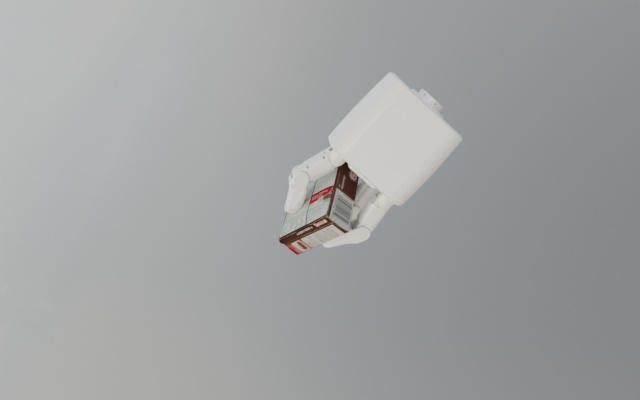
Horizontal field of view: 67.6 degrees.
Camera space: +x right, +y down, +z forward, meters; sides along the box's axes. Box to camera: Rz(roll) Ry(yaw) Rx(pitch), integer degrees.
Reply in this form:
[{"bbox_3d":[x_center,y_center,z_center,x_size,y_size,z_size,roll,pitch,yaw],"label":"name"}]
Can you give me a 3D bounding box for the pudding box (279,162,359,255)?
[{"bbox_3d":[0.000,0.002,0.594,0.039,0.113,0.090,39,-46,-25],"label":"pudding box"}]
